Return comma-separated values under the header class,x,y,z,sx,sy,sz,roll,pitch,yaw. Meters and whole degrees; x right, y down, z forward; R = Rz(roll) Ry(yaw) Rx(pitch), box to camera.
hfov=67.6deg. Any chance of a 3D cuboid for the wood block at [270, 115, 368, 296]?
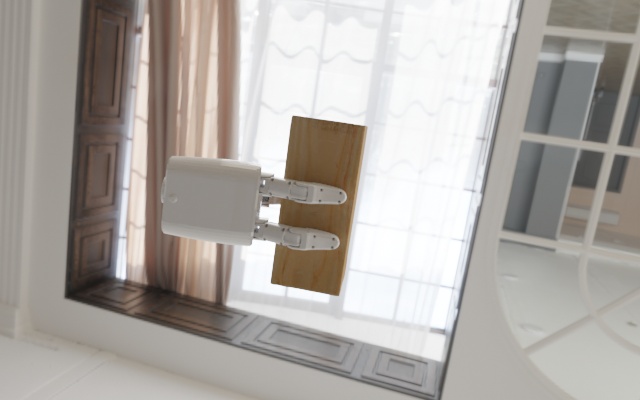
class,x,y,z,sx,sy,sz,roll,pitch,yaw
wood block,0.000,0.002,0.606,0.090,0.206,0.091,9,10,5
